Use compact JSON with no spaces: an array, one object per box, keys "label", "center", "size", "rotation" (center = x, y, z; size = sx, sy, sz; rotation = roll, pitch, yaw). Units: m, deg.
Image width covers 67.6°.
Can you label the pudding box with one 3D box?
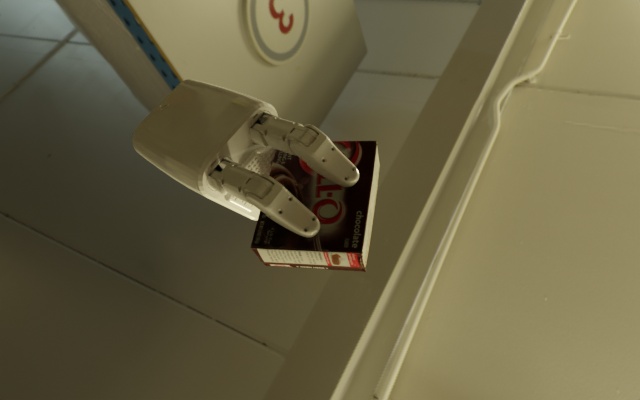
[{"label":"pudding box","center":[0.000,0.001,0.403],"size":[0.090,0.113,0.039],"rotation":[1,-32,15]}]
